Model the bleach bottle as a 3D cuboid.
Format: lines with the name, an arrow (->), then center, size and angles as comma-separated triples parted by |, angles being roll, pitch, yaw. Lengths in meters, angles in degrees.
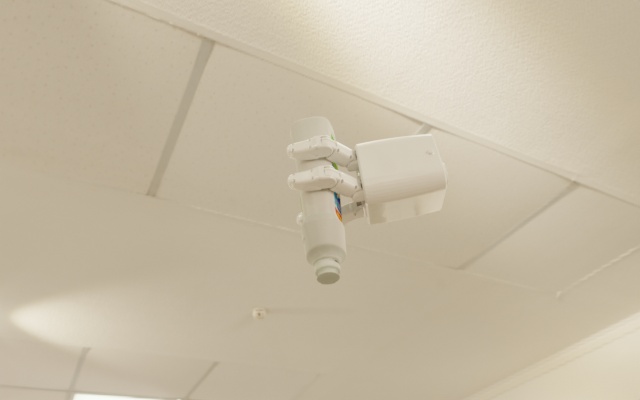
bleach bottle -> 0.000, 0.002, 0.650 | 0.068, 0.250, 0.103 | -10, -40, 4
